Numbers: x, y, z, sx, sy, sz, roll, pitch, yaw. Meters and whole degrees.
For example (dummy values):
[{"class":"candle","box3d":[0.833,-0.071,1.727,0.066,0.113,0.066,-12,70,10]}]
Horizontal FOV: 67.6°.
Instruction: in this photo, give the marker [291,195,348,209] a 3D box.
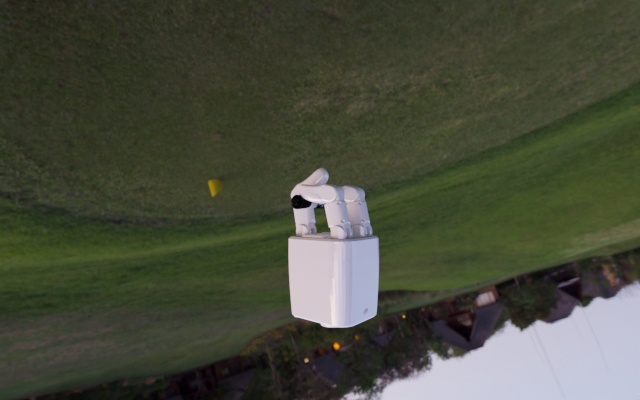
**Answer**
[{"class":"marker","box3d":[0.000,0.002,0.651,0.020,0.020,0.121,0,0,33]}]
